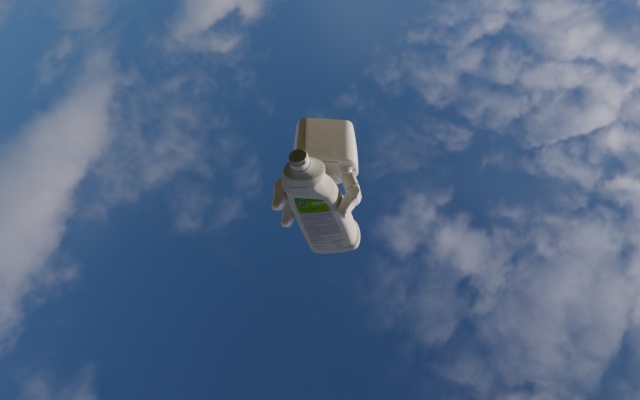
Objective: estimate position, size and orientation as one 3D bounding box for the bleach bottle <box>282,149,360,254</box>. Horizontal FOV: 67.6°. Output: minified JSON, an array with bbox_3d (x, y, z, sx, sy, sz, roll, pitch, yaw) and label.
[{"bbox_3d":[0.000,0.003,0.824,0.102,0.068,0.251,-8,-37,9],"label":"bleach bottle"}]
